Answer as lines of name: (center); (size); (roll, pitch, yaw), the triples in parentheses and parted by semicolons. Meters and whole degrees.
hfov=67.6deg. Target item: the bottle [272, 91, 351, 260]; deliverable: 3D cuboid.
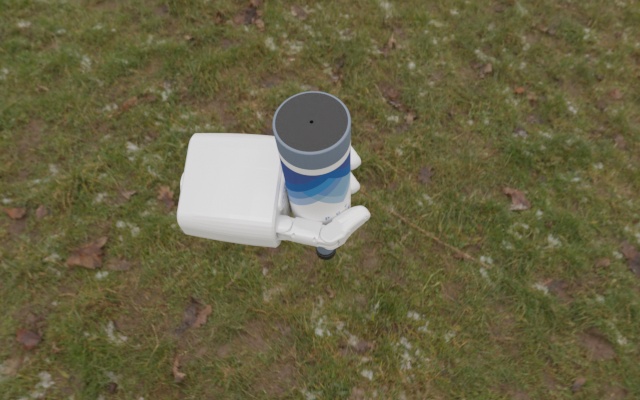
bottle: (0.000, 0.002, 0.531); (0.069, 0.069, 0.296); (0, -28, 3)
